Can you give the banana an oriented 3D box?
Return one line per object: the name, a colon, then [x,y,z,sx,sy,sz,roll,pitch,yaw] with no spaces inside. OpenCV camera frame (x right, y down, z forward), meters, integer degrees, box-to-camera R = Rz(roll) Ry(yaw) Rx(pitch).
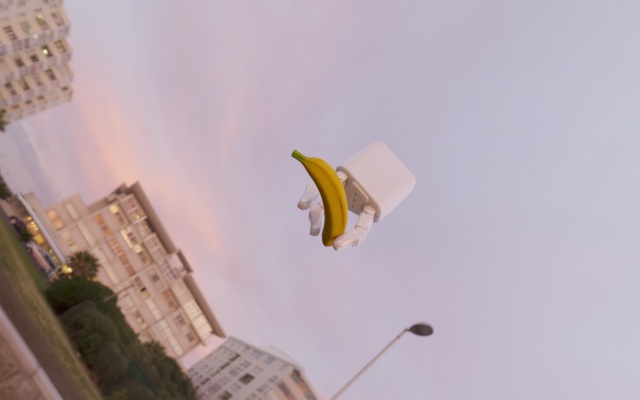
banana: [0.012,0.005,0.752,0.069,0.198,0.037,21,50,41]
